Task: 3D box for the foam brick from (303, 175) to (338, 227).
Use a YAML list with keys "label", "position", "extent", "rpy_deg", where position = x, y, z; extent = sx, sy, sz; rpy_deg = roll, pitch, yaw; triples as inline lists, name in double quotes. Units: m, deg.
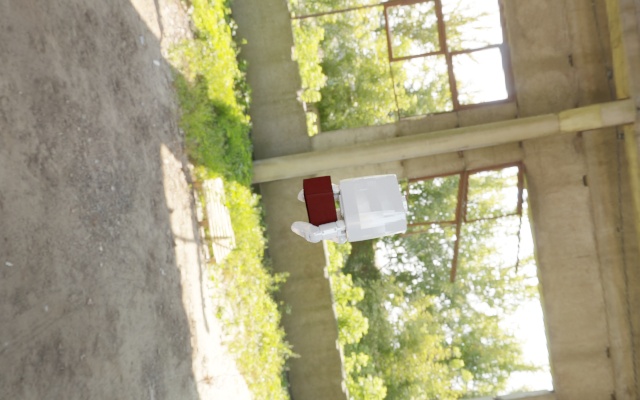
- label: "foam brick"
  position: [0.000, 0.003, 0.847]
  extent: [0.051, 0.078, 0.053]
  rpy_deg: [-9, 36, 2]
